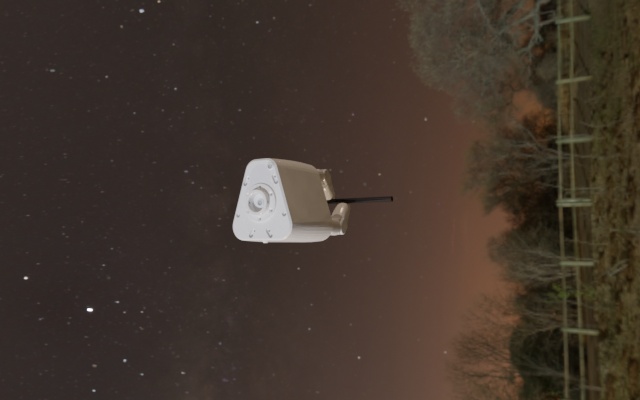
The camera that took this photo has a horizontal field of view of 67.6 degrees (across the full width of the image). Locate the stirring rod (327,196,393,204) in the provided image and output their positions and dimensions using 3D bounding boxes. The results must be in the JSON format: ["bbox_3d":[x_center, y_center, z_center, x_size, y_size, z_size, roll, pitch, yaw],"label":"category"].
[{"bbox_3d":[0.000,0.002,0.762,0.239,0.011,0.011,-3,-1,28],"label":"stirring rod"}]
